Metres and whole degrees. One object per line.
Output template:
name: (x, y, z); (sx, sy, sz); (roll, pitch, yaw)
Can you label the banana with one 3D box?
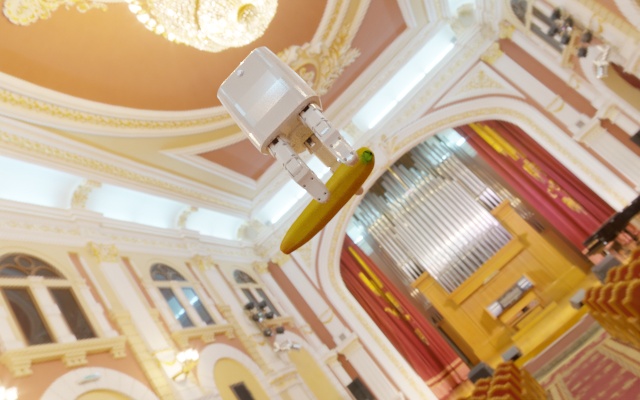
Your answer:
banana: (0.012, -0.005, 0.606); (0.069, 0.037, 0.198); (-24, -22, -53)
